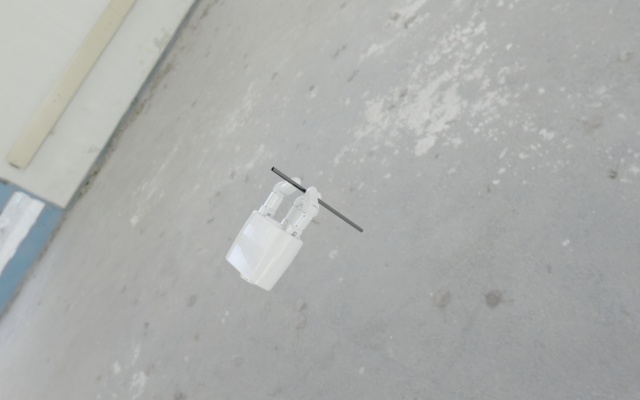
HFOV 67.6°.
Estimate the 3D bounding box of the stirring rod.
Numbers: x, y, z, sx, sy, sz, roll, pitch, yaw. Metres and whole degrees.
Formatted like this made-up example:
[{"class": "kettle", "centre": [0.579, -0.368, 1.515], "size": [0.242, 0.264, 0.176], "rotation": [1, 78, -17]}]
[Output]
[{"class": "stirring rod", "centre": [0.000, 0.003, 0.886], "size": [0.240, 0.011, 0.011], "rotation": [35, -21, -33]}]
